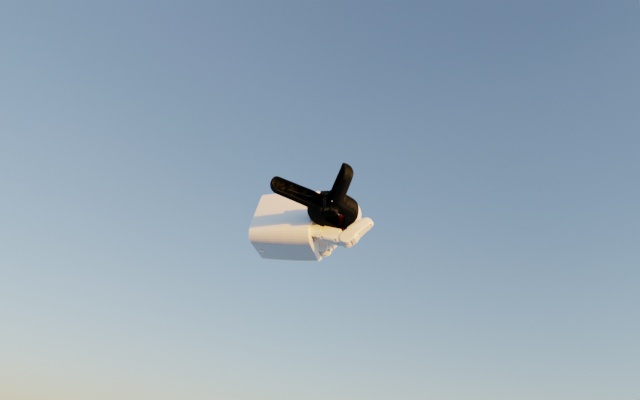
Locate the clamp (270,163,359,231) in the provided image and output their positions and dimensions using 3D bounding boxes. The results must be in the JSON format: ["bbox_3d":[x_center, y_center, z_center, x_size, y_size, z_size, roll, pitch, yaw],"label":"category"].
[{"bbox_3d":[0.000,0.002,0.715,0.120,0.039,0.172,0,-32,14],"label":"clamp"}]
